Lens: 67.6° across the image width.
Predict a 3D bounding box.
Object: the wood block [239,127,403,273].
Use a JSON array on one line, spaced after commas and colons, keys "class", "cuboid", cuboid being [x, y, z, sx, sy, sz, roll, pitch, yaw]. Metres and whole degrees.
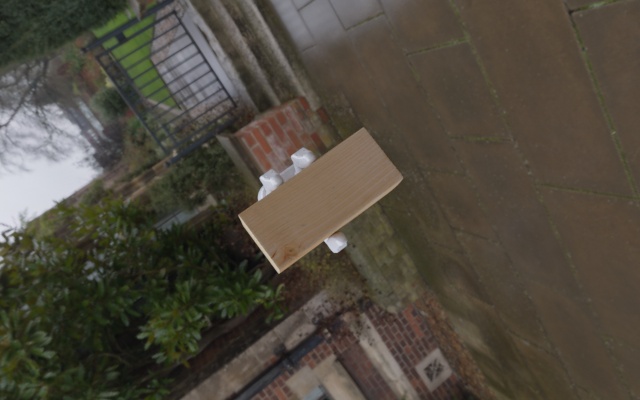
[{"class": "wood block", "cuboid": [0.000, 0.003, 0.663, 0.206, 0.091, 0.090, -36, -6, -11]}]
